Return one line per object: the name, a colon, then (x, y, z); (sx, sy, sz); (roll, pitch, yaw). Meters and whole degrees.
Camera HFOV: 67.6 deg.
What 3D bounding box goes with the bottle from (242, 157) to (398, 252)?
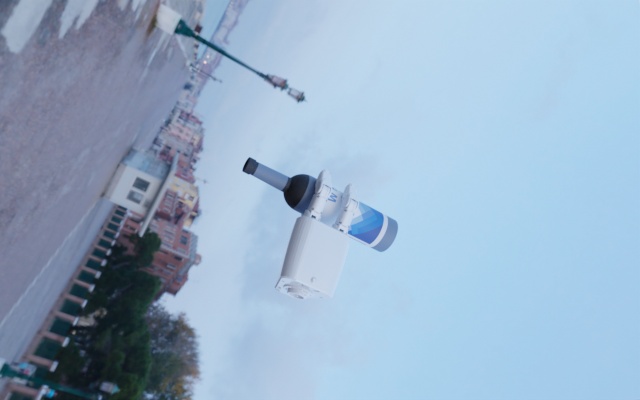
bottle: (0.000, 0.003, 0.838); (0.296, 0.069, 0.069); (27, -10, -20)
